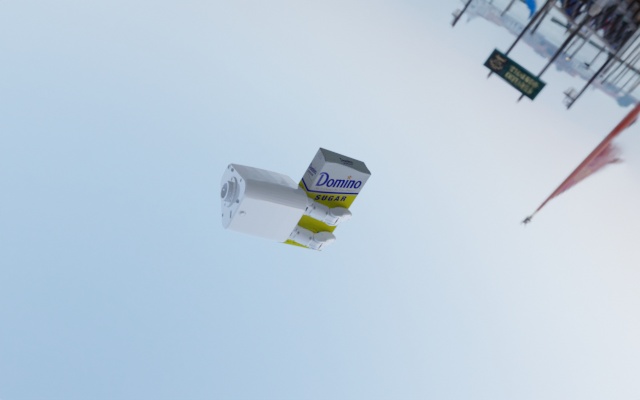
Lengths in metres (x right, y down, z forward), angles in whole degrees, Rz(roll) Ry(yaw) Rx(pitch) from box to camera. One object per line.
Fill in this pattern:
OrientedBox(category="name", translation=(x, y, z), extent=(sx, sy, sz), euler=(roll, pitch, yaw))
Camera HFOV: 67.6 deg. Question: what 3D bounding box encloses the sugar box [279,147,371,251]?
OrientedBox(category="sugar box", translation=(0.000, 0.003, 0.804), extent=(0.093, 0.176, 0.048), euler=(14, 33, -31))
